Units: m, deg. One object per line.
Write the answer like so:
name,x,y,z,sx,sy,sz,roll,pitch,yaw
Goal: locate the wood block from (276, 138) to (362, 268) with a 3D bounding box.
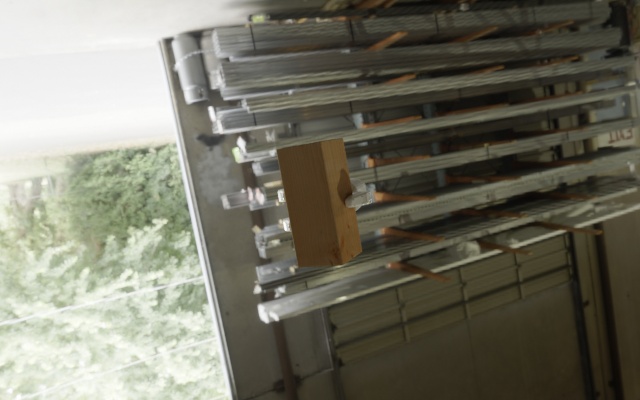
wood block,0.001,0.003,0.828,0.091,0.206,0.090,-7,7,29
